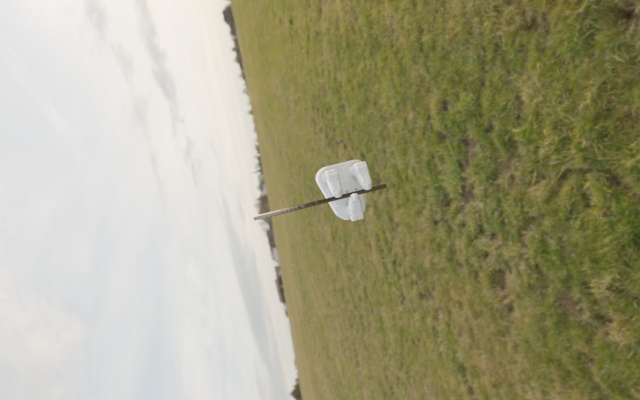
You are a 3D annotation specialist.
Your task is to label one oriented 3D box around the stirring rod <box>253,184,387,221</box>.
[{"bbox_3d":[0.000,0.003,0.839,0.239,0.011,0.011,-14,1,-4],"label":"stirring rod"}]
